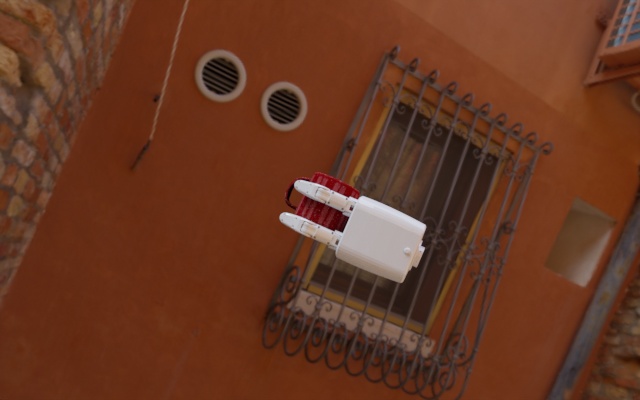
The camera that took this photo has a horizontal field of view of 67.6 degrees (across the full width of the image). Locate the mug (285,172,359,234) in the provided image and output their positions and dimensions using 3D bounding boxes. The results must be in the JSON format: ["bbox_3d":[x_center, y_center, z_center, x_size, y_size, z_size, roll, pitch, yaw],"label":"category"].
[{"bbox_3d":[-0.001,0.002,0.764,0.117,0.081,0.093,24,-4,13],"label":"mug"}]
